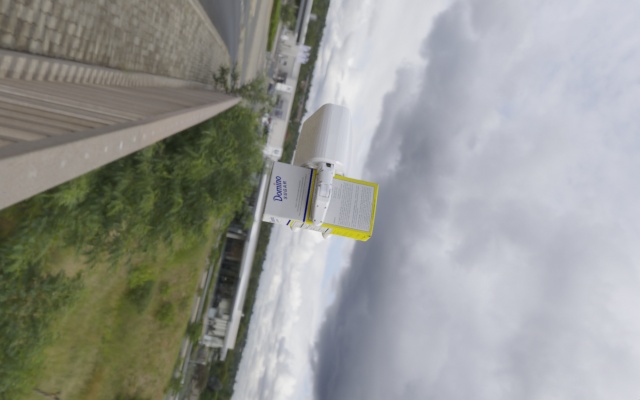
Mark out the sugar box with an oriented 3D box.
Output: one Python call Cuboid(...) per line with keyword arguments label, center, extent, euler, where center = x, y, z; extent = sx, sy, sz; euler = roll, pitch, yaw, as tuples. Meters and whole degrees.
Cuboid(label="sugar box", center=(0.000, 0.003, 0.771), extent=(0.176, 0.093, 0.048), euler=(12, -20, -7))
